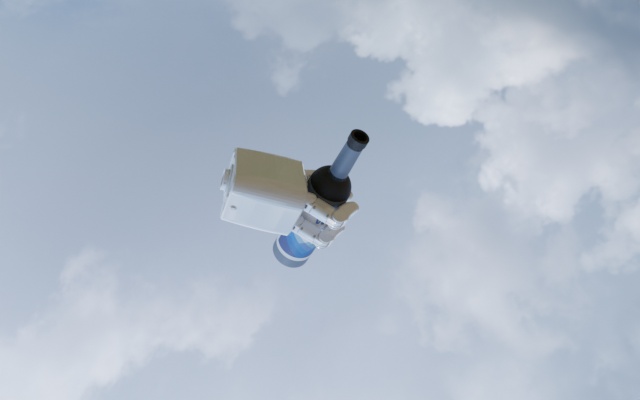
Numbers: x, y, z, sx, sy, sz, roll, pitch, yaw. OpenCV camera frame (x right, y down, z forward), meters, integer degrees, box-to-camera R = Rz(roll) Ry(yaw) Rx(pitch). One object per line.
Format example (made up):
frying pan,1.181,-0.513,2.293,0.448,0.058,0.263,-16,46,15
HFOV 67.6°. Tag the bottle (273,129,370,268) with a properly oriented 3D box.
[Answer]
bottle,0.000,0.003,0.738,0.069,0.069,0.296,0,-37,-27
